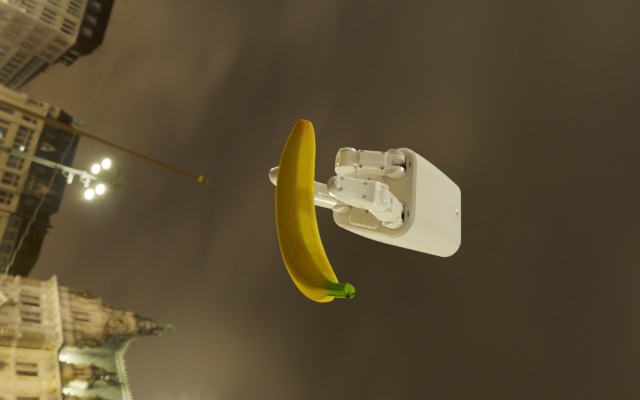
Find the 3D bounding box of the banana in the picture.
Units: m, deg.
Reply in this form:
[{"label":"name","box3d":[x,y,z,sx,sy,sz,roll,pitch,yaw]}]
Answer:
[{"label":"banana","box3d":[-0.012,0.014,0.434,0.070,0.197,0.037,-37,-41,28]}]
